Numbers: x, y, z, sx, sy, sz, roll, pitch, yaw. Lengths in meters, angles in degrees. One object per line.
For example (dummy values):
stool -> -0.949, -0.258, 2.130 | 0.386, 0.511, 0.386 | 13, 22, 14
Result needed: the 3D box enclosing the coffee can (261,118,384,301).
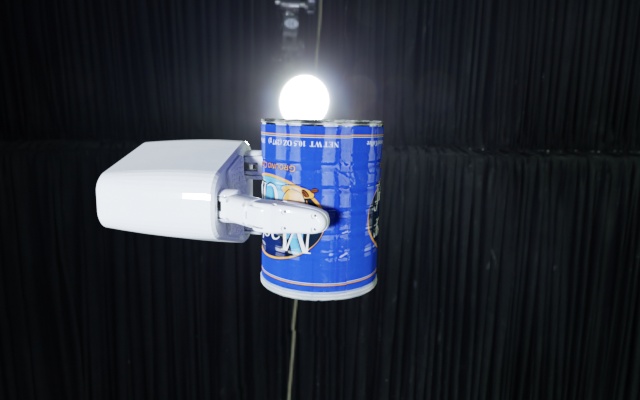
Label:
coffee can -> 0.000, 0.002, 0.411 | 0.103, 0.140, 0.103 | 1, 10, 0
